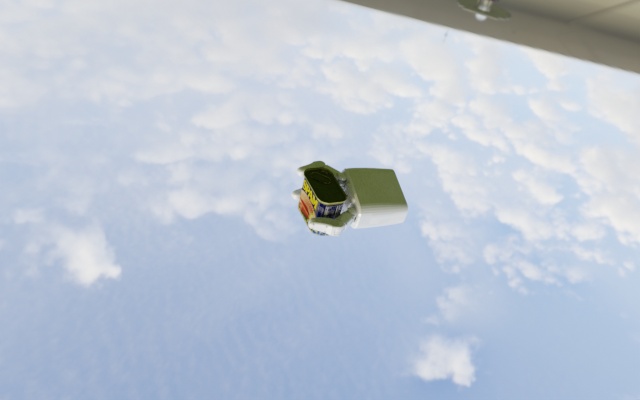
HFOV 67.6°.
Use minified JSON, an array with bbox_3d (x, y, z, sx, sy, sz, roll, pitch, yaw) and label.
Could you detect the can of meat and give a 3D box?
[{"bbox_3d":[0.000,0.003,0.879,0.057,0.084,0.102,-6,43,-24],"label":"can of meat"}]
